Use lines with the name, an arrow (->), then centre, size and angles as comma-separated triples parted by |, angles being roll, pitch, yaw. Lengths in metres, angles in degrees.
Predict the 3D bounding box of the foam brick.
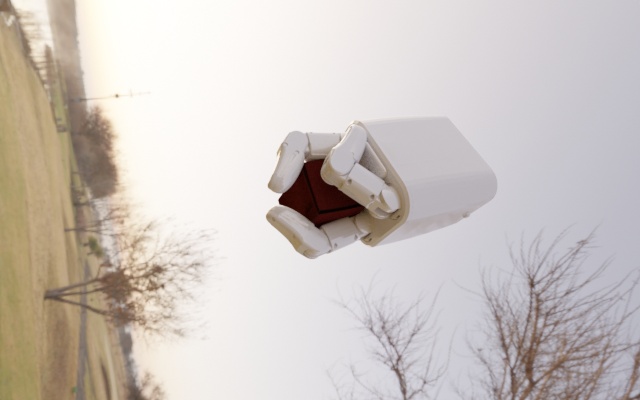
foam brick -> 0.000, 0.002, 0.449 | 0.051, 0.053, 0.078 | -11, -20, -26
